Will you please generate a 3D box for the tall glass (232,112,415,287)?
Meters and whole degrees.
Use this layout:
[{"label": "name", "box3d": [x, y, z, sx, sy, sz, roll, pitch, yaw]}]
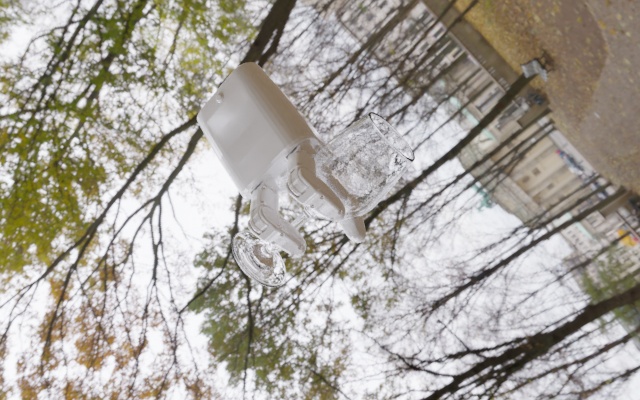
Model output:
[{"label": "tall glass", "box3d": [0.000, 0.002, 0.484, 0.201, 0.079, 0.079, -42, -20, 23]}]
